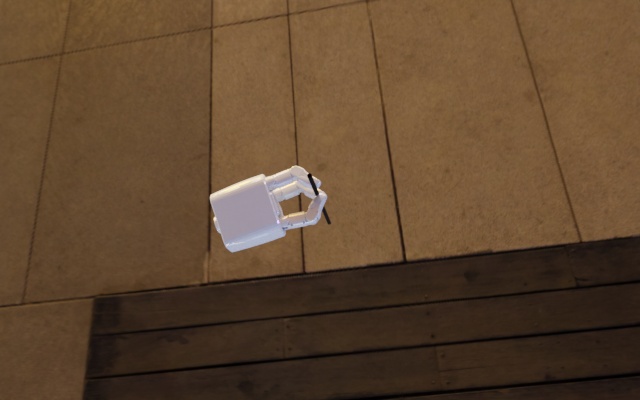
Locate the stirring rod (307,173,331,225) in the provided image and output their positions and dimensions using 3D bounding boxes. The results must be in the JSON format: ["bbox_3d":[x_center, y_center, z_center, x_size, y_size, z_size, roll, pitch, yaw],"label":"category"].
[{"bbox_3d":[0.000,0.003,0.898,0.011,0.011,0.240,0,-22,9],"label":"stirring rod"}]
